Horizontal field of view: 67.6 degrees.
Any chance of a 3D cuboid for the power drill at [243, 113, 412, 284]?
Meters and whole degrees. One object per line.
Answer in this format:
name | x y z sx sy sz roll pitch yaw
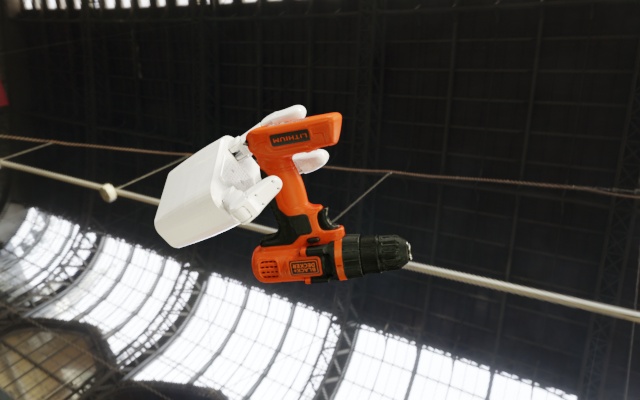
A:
power drill | 0.000 0.001 0.531 0.184 0.188 0.057 -7 12 11
